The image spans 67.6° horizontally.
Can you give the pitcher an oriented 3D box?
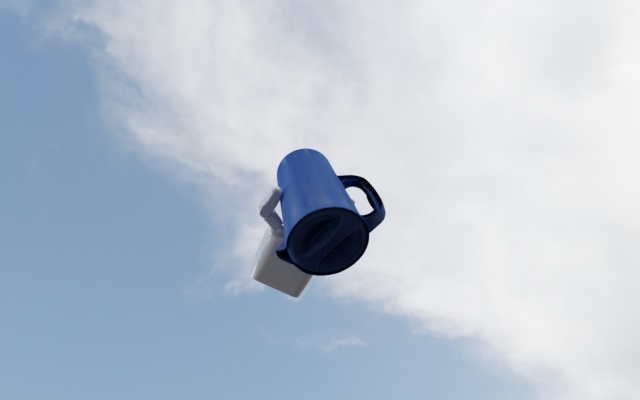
[{"bbox_3d":[0.000,0.003,0.833,0.149,0.145,0.242,17,27,-22],"label":"pitcher"}]
